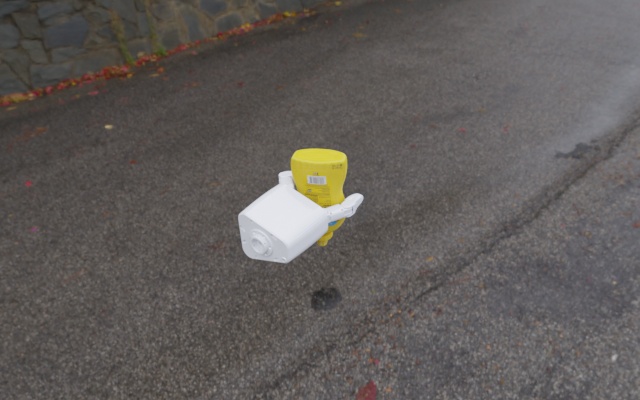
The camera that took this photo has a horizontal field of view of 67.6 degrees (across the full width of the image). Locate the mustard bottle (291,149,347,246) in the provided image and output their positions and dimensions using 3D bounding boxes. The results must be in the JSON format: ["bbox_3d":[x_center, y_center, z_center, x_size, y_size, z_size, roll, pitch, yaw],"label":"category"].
[{"bbox_3d":[0.000,0.002,0.869,0.096,0.192,0.058,4,32,9],"label":"mustard bottle"}]
